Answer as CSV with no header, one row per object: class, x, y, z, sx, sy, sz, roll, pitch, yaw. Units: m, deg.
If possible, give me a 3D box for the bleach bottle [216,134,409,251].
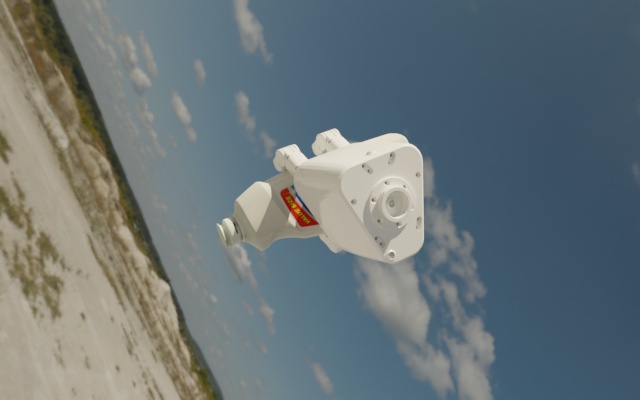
bleach bottle,0.000,0.002,0.579,0.251,0.102,0.068,-23,14,-20
